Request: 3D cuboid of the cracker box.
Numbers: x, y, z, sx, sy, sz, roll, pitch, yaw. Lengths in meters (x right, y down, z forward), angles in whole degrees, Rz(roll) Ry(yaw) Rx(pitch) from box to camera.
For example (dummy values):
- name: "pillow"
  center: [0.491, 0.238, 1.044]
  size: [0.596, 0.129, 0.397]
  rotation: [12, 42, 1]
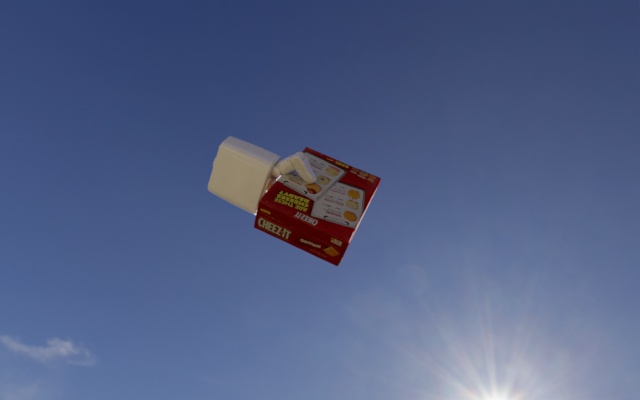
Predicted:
- name: "cracker box"
  center: [0.000, 0.003, 0.870]
  size: [0.164, 0.072, 0.213]
  rotation: [24, 38, 8]
